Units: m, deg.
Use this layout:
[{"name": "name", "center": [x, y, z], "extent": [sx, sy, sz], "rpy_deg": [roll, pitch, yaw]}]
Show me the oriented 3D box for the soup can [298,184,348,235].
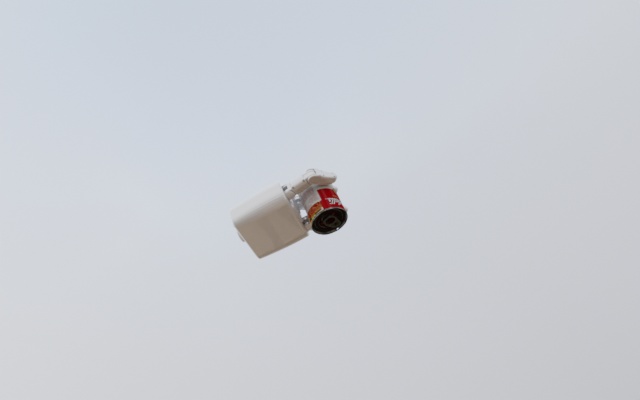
[{"name": "soup can", "center": [0.000, 0.002, 0.866], "extent": [0.068, 0.068, 0.102], "rpy_deg": [0, 43, -26]}]
